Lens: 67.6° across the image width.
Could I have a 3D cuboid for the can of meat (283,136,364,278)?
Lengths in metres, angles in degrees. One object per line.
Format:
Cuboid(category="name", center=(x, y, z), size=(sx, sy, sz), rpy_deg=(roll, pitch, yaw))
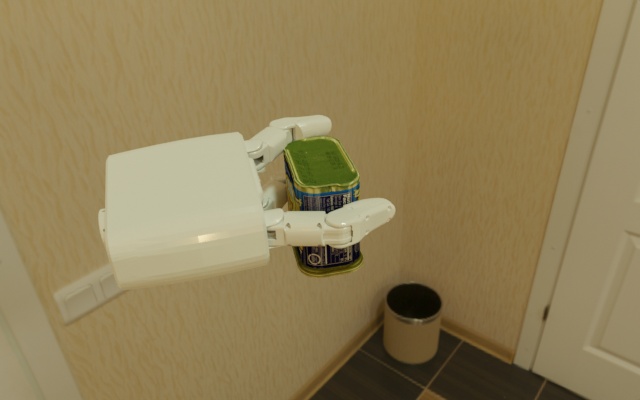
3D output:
Cuboid(category="can of meat", center=(0.000, 0.001, 0.412), size=(0.057, 0.084, 0.102), rpy_deg=(-8, 31, -9))
